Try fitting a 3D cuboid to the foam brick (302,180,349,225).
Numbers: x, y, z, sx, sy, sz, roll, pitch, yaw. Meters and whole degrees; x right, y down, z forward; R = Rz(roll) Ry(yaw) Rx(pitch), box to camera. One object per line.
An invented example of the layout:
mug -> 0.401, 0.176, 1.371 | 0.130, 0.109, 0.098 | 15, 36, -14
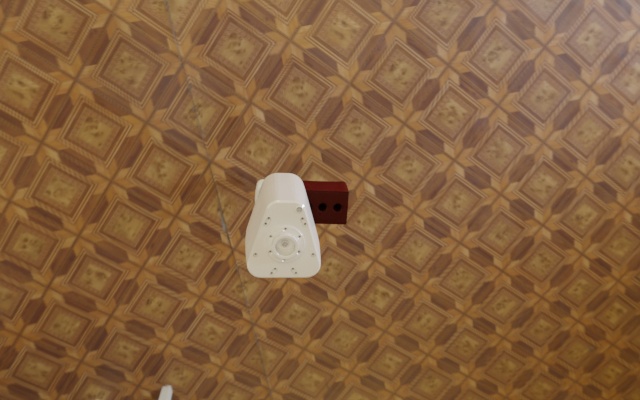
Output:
foam brick -> 0.000, 0.002, 0.705 | 0.078, 0.053, 0.051 | 1, 19, -7
